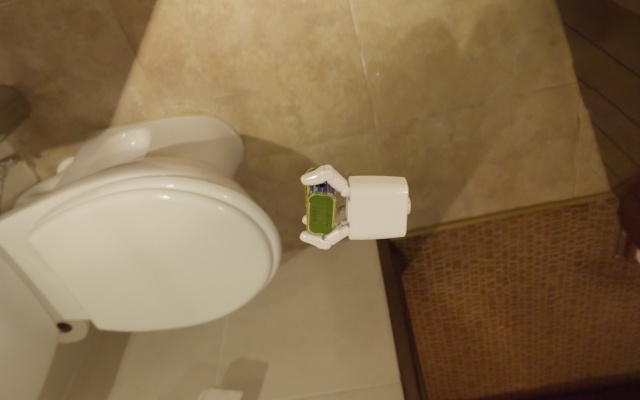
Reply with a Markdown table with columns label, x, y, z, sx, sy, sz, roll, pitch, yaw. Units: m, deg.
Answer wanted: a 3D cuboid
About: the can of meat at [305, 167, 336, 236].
| label | x | y | z | sx | sy | sz | roll | pitch | yaw |
| --- | --- | --- | --- | --- | --- | --- | --- | --- | --- |
| can of meat | 0.000 | 0.003 | 0.894 | 0.057 | 0.102 | 0.084 | 1 | 36 | -3 |
